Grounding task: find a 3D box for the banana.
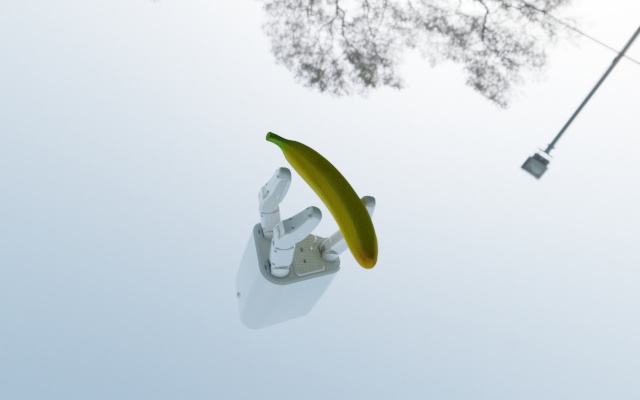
[{"bbox_3d":[0.011,-0.003,0.532,0.069,0.037,0.197,-11,53,-46],"label":"banana"}]
